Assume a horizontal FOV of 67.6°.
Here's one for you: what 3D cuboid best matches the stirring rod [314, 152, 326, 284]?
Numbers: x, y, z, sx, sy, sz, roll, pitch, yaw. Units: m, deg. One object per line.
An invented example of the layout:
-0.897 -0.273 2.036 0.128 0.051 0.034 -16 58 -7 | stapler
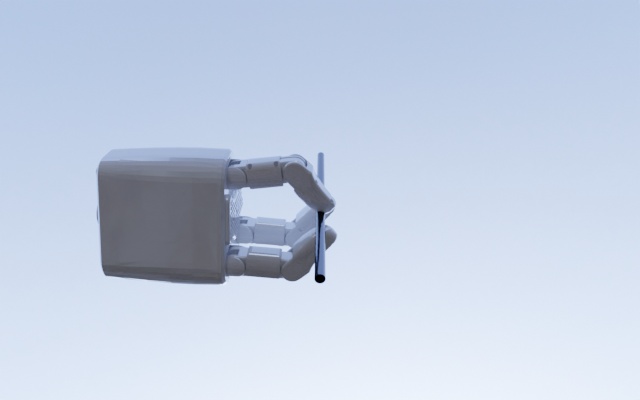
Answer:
0.000 0.001 0.439 0.011 0.011 0.239 0 26 0 | stirring rod
